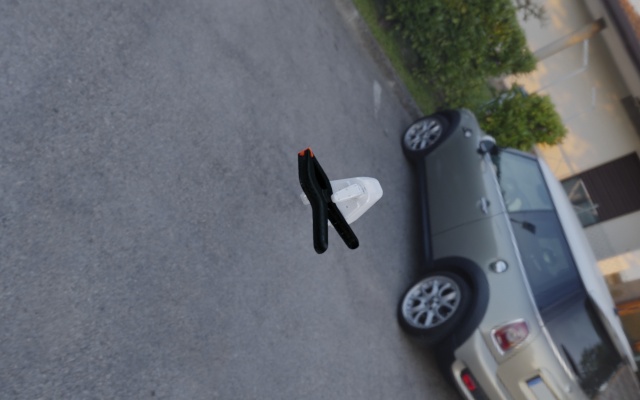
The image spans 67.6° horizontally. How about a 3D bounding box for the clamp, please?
[{"bbox_3d":[0.001,0.002,0.872,0.036,0.210,0.164,-25,-6,22],"label":"clamp"}]
